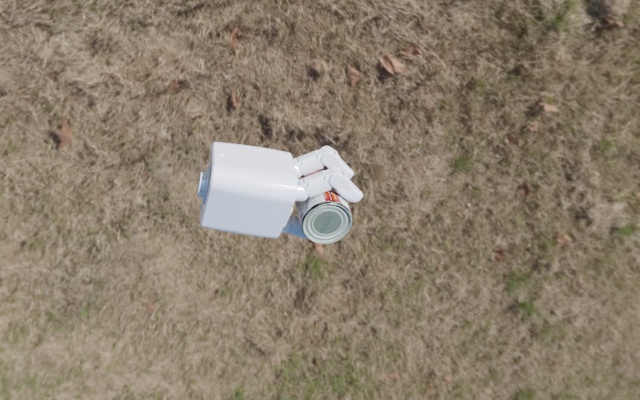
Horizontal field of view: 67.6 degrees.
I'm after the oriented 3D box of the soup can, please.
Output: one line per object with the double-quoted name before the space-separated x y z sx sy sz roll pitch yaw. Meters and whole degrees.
"soup can" 0.001 0.002 0.646 0.068 0.068 0.102 0 34 -12
